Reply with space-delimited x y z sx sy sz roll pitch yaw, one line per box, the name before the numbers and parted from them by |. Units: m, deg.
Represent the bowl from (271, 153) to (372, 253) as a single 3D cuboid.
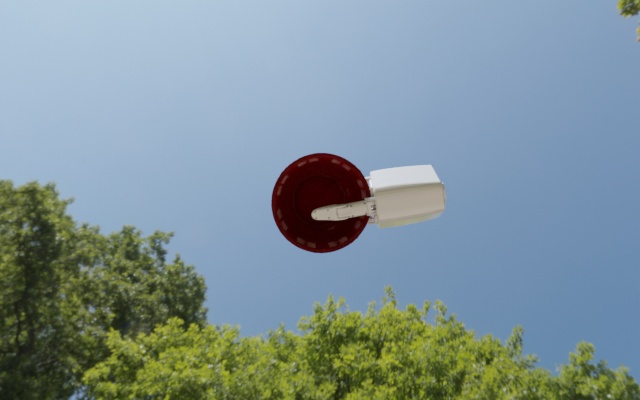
bowl | -0.001 0.002 0.787 0.162 0.162 0.055 0 6 -5
